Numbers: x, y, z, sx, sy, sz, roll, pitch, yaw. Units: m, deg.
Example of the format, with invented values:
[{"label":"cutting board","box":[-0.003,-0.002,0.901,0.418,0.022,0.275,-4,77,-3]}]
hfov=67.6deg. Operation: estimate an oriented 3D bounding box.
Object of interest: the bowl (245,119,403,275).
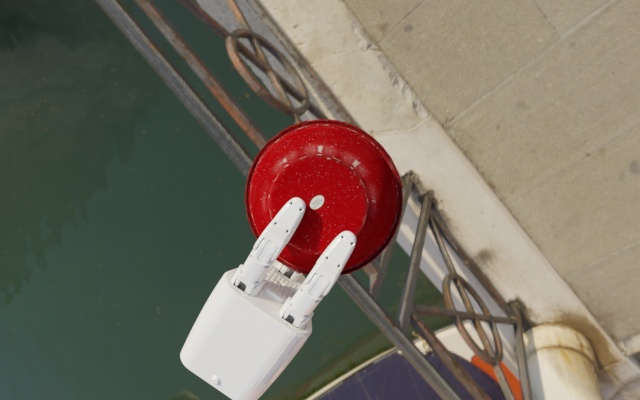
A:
[{"label":"bowl","box":[0.000,0.000,0.461,0.162,0.162,0.055,0,6,5]}]
